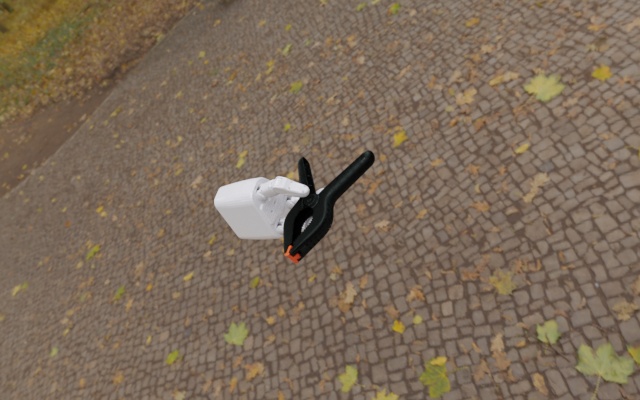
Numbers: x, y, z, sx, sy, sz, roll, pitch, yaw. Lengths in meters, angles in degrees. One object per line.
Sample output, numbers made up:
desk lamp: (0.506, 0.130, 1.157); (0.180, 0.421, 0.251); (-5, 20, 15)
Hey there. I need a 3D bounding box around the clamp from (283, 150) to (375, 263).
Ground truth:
clamp: (-0.001, 0.003, 0.777); (0.164, 0.210, 0.036); (-9, -39, 40)
